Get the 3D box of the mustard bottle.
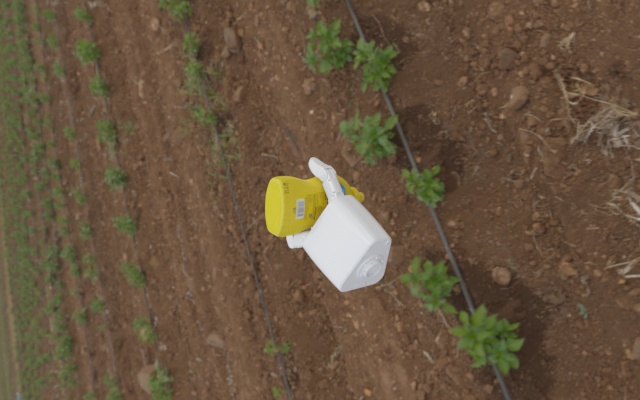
[{"bbox_3d":[0.000,0.003,0.820,0.191,0.096,0.058,-7,16,-37],"label":"mustard bottle"}]
